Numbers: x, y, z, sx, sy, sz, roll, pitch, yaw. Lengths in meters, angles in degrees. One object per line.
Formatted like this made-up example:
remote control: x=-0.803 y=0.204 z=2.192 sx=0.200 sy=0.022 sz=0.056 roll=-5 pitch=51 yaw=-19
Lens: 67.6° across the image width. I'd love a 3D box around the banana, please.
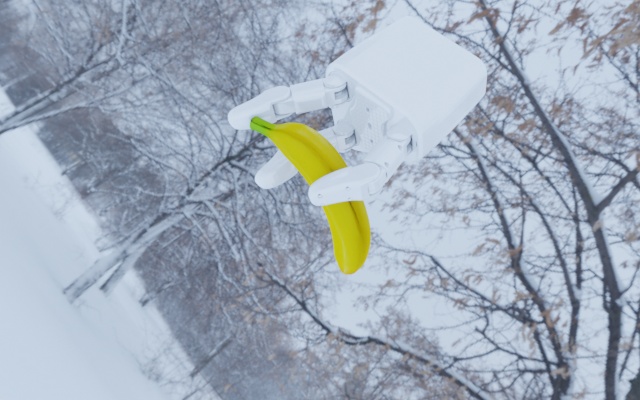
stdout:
banana: x=0.010 y=0.002 z=0.439 sx=0.037 sy=0.198 sz=0.069 roll=-44 pitch=33 yaw=-25
